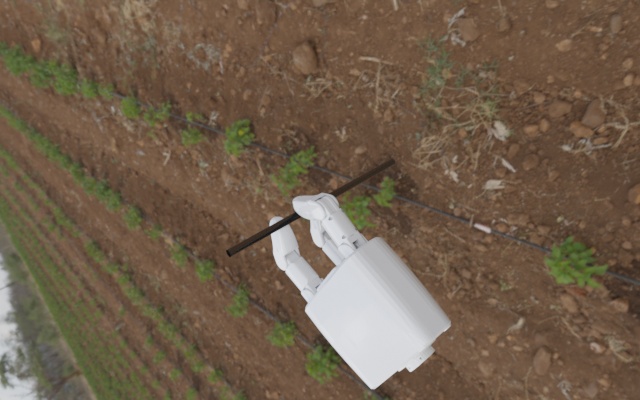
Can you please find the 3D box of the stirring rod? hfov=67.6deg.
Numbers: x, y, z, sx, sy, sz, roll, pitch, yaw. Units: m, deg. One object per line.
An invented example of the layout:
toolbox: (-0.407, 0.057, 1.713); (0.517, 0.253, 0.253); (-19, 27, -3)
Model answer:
stirring rod: (0.000, 0.002, 0.525); (0.239, 0.011, 0.011); (-29, 16, -32)
